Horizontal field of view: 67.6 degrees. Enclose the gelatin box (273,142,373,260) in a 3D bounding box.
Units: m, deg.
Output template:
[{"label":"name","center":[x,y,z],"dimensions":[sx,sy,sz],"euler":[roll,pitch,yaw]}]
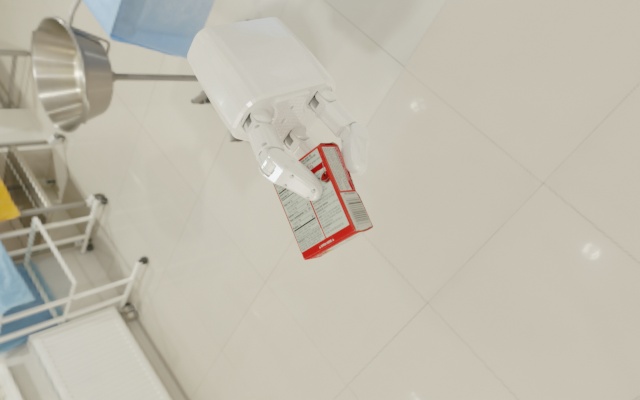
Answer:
[{"label":"gelatin box","center":[0.000,0.002,0.449],"dimensions":[0.030,0.089,0.073],"euler":[-8,-20,-47]}]
